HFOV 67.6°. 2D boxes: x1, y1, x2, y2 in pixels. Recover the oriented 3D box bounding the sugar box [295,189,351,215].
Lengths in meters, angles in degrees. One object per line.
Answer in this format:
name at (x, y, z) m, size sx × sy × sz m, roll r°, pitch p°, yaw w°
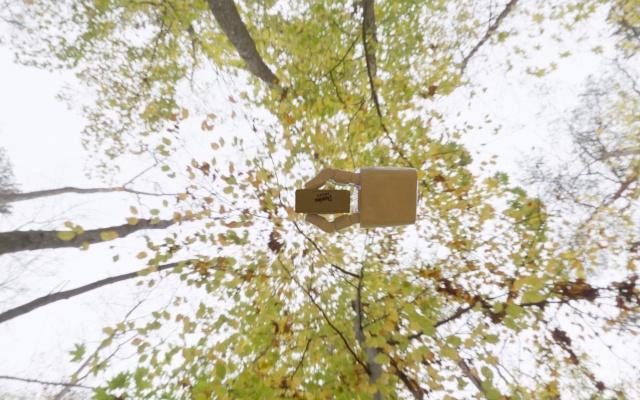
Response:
sugar box at (0.000, 0.002, 0.862) m, size 0.093 × 0.048 × 0.176 m, roll 0°, pitch -4°, yaw -3°
